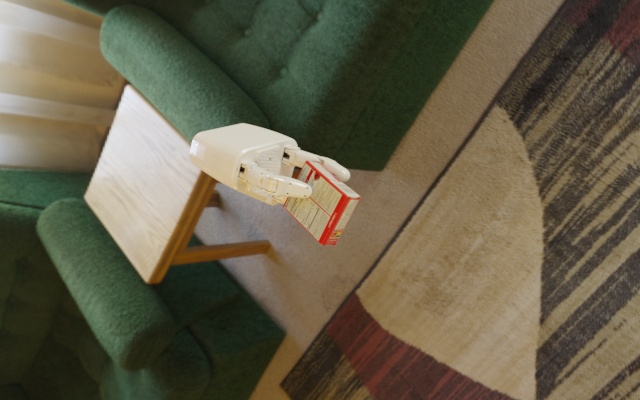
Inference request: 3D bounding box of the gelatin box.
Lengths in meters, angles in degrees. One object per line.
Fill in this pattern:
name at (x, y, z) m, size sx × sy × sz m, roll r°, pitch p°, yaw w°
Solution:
gelatin box at (0.000, 0.002, 0.604) m, size 0.030 × 0.073 × 0.089 m, roll 3°, pitch 31°, yaw -47°
